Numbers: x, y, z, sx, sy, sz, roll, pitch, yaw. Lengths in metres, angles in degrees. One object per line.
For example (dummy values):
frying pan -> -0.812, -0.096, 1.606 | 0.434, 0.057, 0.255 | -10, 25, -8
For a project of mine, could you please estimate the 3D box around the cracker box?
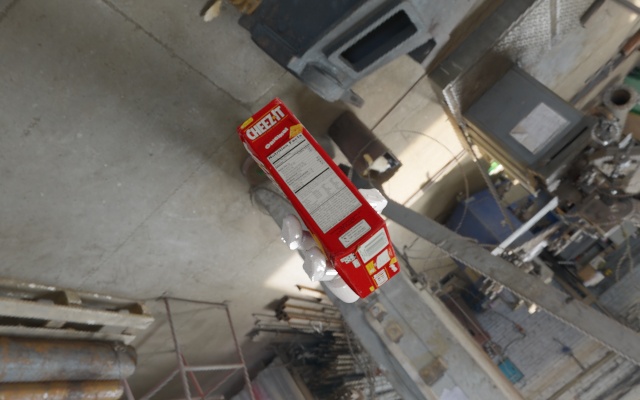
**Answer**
cracker box -> 0.000, 0.002, 0.583 | 0.072, 0.213, 0.164 | -37, -28, -4
